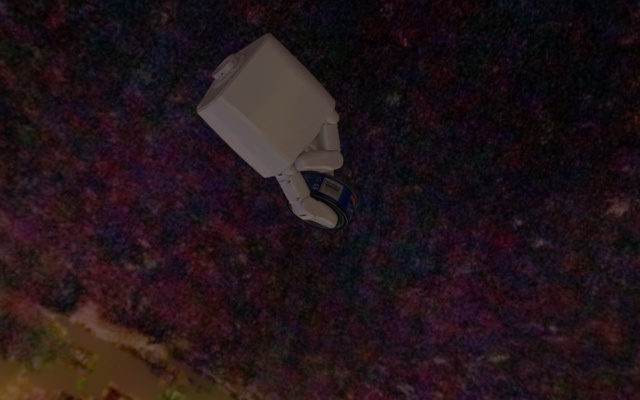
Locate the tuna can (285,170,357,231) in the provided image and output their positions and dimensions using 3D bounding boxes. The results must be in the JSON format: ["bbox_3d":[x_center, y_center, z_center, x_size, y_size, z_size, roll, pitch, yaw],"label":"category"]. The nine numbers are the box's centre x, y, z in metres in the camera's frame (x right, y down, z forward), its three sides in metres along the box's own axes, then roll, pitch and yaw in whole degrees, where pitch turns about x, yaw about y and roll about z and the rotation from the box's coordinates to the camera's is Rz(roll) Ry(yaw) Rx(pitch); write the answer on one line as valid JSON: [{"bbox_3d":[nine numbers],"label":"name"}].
[{"bbox_3d":[0.000,0.002,0.596,0.086,0.033,0.086,17,-29,10],"label":"tuna can"}]
